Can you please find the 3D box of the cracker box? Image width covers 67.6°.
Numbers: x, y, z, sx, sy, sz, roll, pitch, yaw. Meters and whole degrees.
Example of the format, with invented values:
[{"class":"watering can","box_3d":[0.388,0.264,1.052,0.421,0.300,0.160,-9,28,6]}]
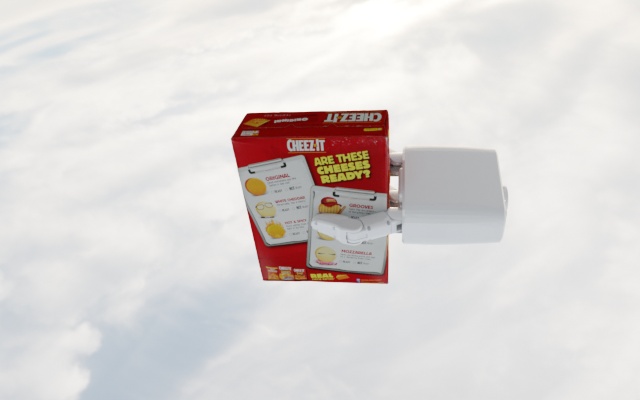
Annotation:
[{"class":"cracker box","box_3d":[0.000,0.002,0.566,0.164,0.214,0.072,0,37,9]}]
